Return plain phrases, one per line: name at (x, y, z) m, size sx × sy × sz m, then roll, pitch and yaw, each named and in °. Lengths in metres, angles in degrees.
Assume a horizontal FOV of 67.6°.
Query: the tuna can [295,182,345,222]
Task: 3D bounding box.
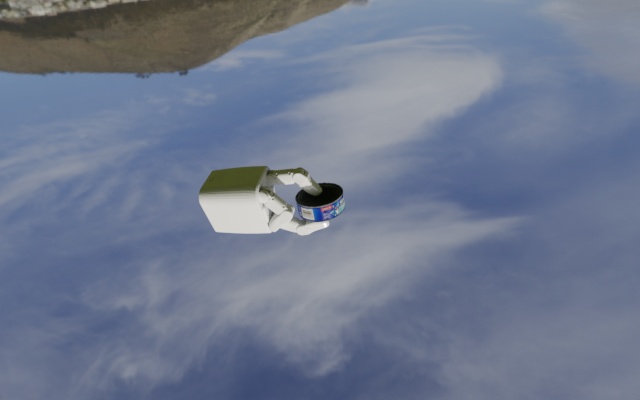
tuna can at (0.000, 0.003, 0.847) m, size 0.086 × 0.034 × 0.086 m, roll -8°, pitch 29°, yaw 5°
